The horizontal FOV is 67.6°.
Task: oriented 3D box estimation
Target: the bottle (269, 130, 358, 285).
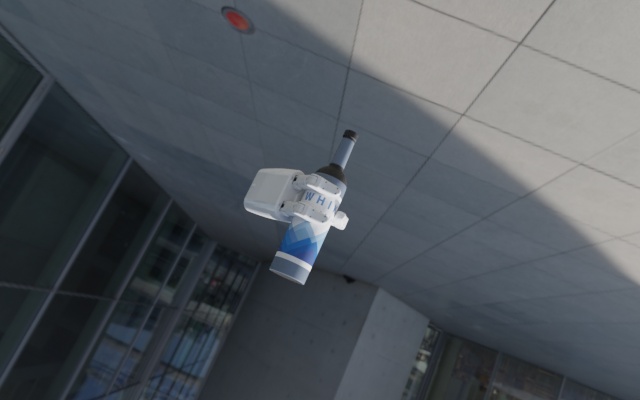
[{"bbox_3d":[0.000,0.003,0.864,0.069,0.295,0.069,23,-14,6],"label":"bottle"}]
